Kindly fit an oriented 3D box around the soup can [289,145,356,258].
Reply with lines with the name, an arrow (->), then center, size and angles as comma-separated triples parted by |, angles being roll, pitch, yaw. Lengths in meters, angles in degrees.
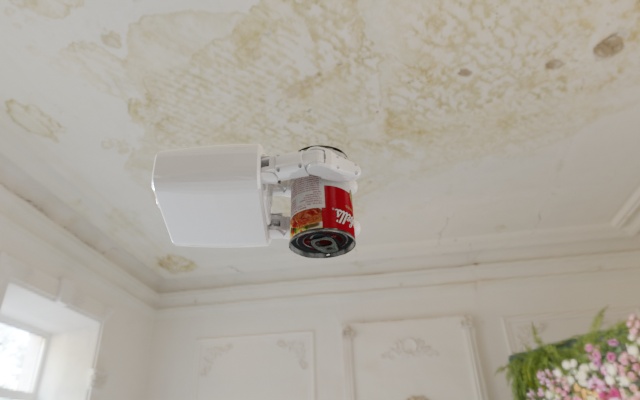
soup can -> 0.001, 0.001, 0.505 | 0.068, 0.102, 0.068 | -2, -29, -1
